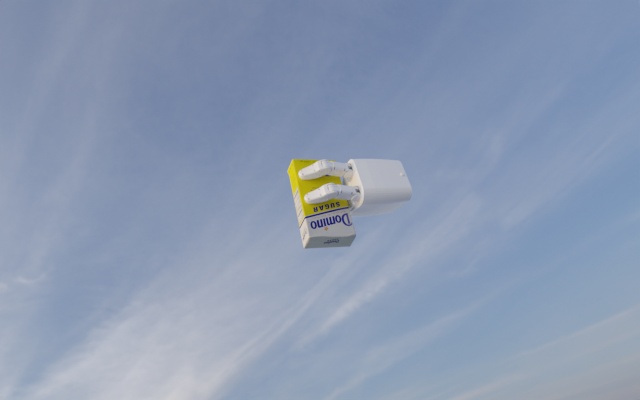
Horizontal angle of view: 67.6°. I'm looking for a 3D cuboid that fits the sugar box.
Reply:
[{"bbox_3d":[0.000,0.003,0.893,0.093,0.176,0.048,-1,-36,-21],"label":"sugar box"}]
